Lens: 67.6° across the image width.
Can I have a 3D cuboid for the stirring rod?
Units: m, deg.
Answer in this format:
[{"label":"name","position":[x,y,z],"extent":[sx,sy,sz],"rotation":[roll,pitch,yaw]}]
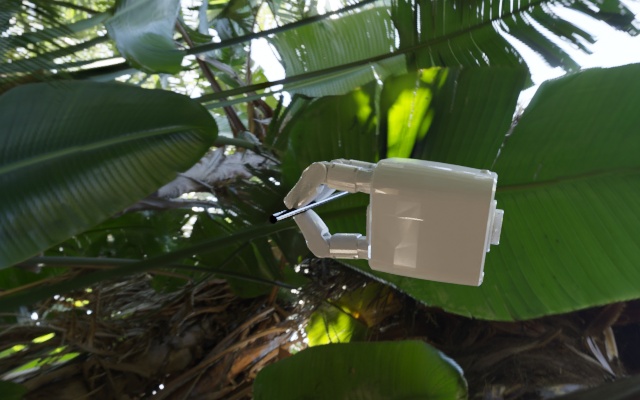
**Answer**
[{"label":"stirring rod","position":[0.000,0.002,0.540],"extent":[0.011,0.011,0.239],"rotation":[0,7,21]}]
